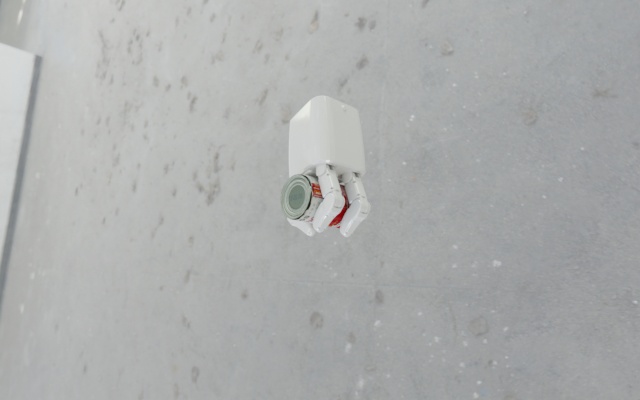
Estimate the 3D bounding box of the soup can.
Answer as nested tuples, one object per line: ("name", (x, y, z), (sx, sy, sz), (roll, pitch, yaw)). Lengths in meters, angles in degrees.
("soup can", (0.000, 0.003, 0.708), (0.102, 0.068, 0.068), (13, -9, -43))
